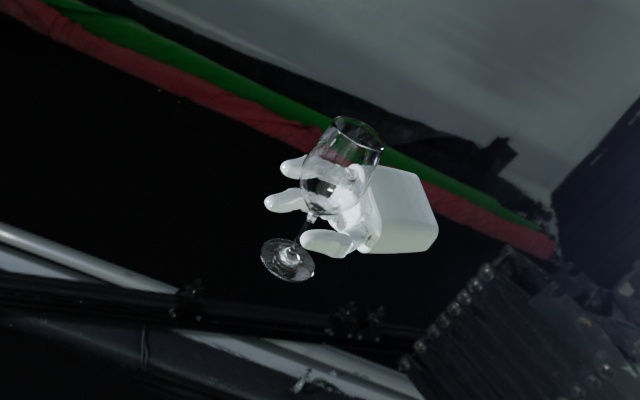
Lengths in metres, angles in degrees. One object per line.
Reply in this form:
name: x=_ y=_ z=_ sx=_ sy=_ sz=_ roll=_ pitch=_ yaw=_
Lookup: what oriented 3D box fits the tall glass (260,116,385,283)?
tall glass: x=0.000 y=0.002 z=0.555 sx=0.079 sy=0.201 sz=0.079 roll=20 pitch=33 yaw=-14
